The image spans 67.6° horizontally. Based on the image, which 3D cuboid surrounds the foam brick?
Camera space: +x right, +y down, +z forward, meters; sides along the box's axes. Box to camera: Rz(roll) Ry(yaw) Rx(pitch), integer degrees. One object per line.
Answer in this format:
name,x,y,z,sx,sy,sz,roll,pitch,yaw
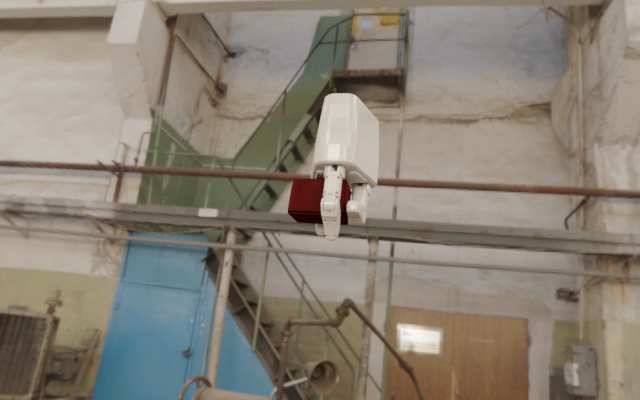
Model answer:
foam brick,0.000,0.002,0.672,0.078,0.051,0.053,2,-18,12
